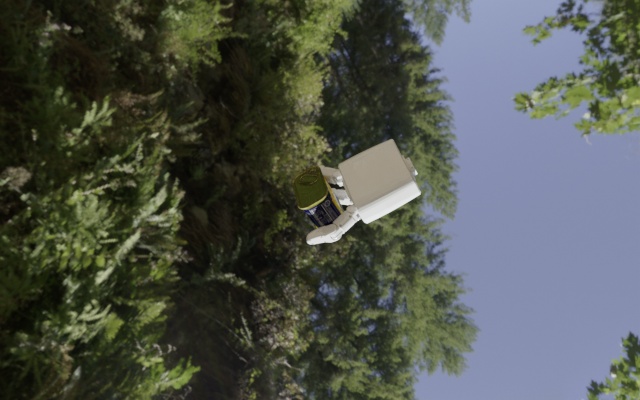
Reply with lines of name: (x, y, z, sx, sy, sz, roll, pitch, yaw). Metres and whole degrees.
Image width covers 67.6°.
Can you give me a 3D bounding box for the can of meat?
can of meat: (0.000, 0.003, 0.828, 0.057, 0.084, 0.102, -30, 37, 8)
